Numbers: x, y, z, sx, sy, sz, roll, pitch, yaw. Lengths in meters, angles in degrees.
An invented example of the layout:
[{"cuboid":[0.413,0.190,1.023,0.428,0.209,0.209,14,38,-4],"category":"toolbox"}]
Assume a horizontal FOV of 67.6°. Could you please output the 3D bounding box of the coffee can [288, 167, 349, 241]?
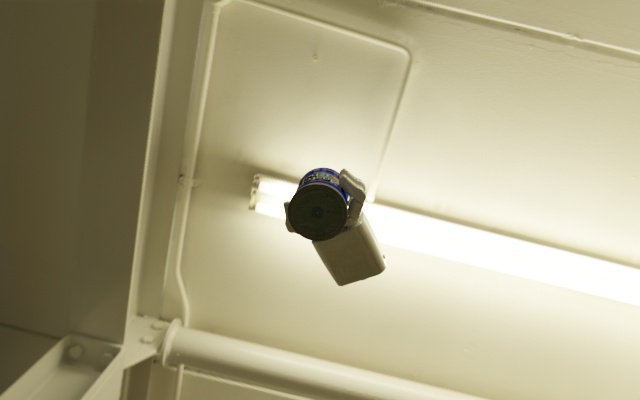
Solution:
[{"cuboid":[0.000,0.003,0.875,0.103,0.103,0.140,0,16,5],"category":"coffee can"}]
